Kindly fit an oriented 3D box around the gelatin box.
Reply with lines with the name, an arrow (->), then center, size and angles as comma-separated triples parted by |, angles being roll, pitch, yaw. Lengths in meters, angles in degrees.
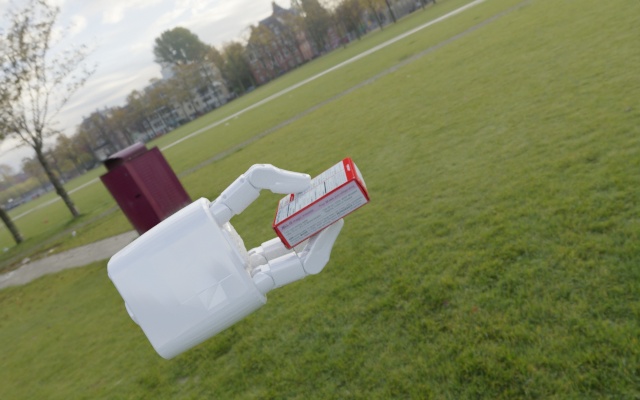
gelatin box -> 0.000, 0.001, 0.451 | 0.089, 0.030, 0.073 | -32, 16, 10
